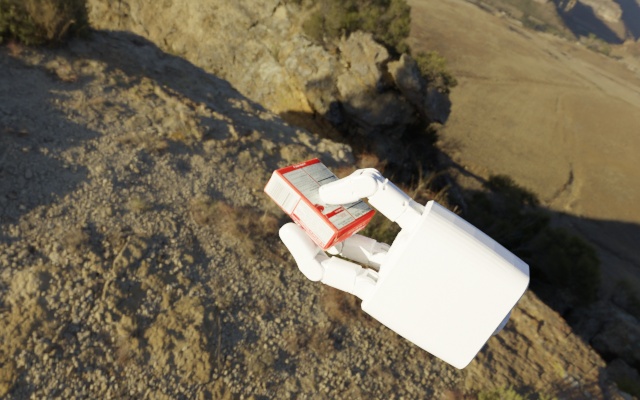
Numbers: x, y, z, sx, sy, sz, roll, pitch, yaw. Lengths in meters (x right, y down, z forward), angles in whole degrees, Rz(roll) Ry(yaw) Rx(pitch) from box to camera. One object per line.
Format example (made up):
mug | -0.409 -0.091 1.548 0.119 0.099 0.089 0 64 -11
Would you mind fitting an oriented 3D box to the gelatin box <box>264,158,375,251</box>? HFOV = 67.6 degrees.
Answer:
gelatin box | 0.000 0.001 0.473 0.089 0.030 0.073 44 34 15
